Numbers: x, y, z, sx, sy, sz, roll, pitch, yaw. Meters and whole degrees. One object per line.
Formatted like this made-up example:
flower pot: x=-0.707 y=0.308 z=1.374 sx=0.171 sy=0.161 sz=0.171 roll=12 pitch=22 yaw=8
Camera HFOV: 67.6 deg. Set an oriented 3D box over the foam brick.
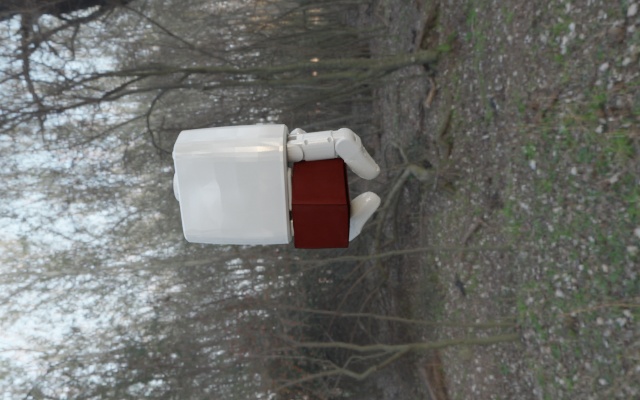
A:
foam brick: x=0.000 y=0.002 z=0.450 sx=0.051 sy=0.053 sz=0.078 roll=-1 pitch=37 yaw=0
